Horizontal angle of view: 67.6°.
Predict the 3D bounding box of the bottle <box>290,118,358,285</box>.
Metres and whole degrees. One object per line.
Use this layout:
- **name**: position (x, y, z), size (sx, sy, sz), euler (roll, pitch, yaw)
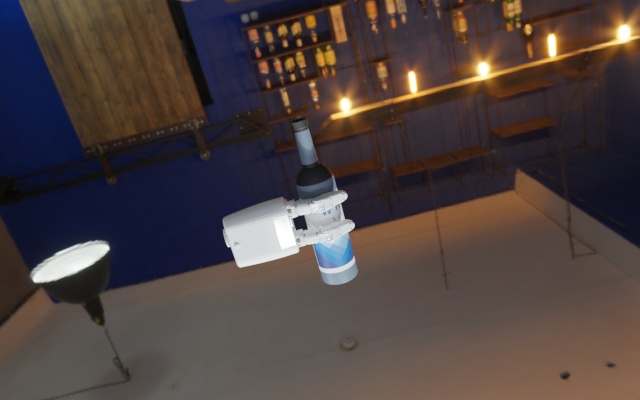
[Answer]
- **bottle**: position (0.000, 0.003, 0.826), size (0.069, 0.296, 0.069), euler (-13, 20, 5)
